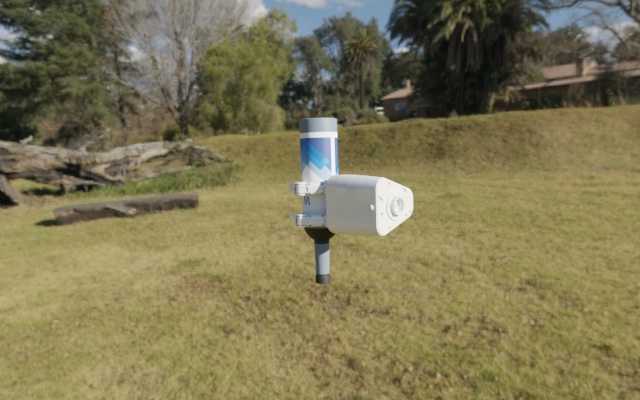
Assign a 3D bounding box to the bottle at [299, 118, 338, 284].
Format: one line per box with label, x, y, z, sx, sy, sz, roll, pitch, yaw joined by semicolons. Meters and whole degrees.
bottle;0.000;0.003;0.859;0.069;0.296;0.069;-2;5;0
